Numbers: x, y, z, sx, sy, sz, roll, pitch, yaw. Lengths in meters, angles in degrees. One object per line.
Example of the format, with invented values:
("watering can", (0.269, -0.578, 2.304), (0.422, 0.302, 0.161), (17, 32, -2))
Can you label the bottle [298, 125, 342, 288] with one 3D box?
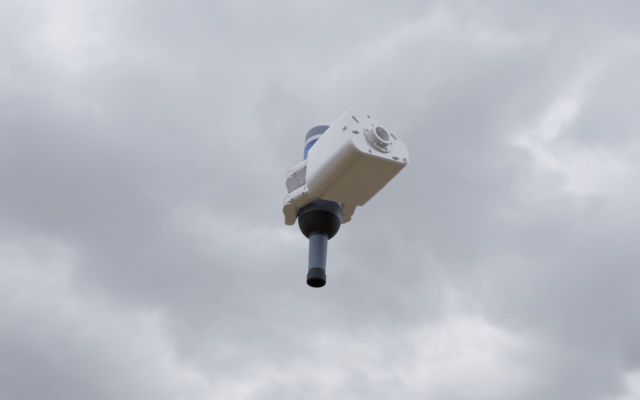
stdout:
("bottle", (0.000, 0.002, 0.750), (0.069, 0.295, 0.069), (2, -41, 2))
